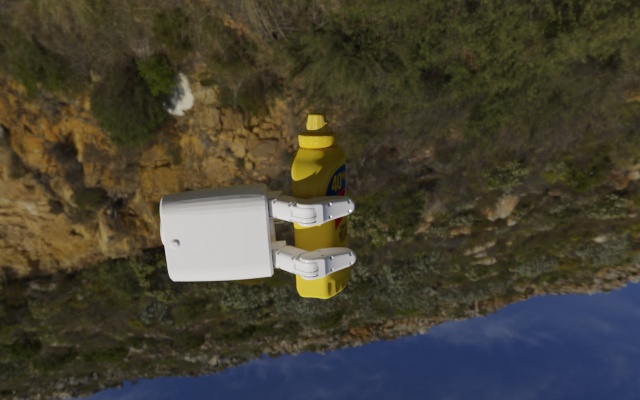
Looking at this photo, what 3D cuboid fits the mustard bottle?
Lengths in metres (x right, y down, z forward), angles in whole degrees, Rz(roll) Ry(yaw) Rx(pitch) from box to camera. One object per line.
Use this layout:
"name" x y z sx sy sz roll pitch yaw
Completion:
"mustard bottle" 0.000 0.002 0.523 0.058 0.192 0.096 2 16 18
